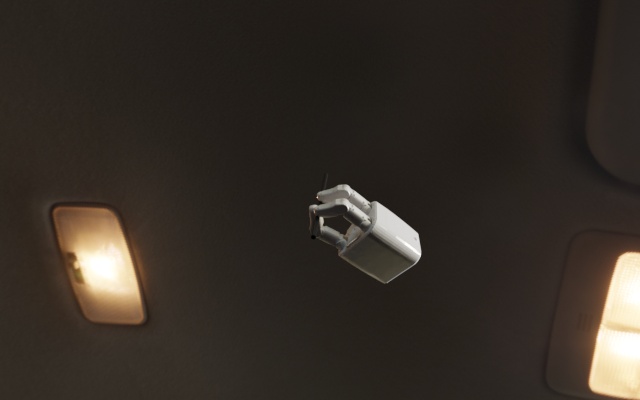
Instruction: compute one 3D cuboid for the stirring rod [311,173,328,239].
[{"bbox_3d":[0.000,0.003,0.857,0.011,0.011,0.239,0,27,6],"label":"stirring rod"}]
